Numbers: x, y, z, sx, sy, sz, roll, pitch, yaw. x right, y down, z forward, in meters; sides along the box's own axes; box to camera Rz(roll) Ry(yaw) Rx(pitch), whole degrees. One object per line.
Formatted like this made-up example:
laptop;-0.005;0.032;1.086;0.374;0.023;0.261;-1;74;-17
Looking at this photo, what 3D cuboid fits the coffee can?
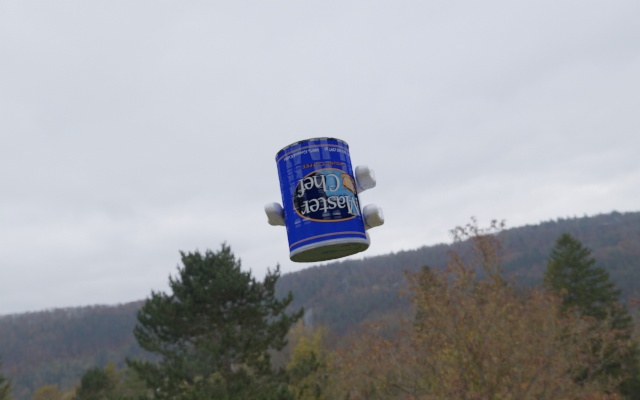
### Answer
coffee can;0.000;0.002;0.627;0.103;0.140;0.103;-9;-17;-3
